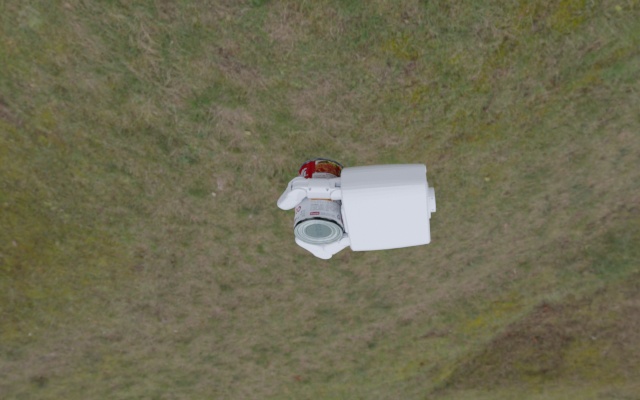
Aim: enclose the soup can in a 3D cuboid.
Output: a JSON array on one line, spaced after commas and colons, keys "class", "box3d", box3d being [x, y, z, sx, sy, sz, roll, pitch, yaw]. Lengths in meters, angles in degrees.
[{"class": "soup can", "box3d": [0.000, 0.002, 0.654, 0.068, 0.102, 0.069, 2, -35, 2]}]
